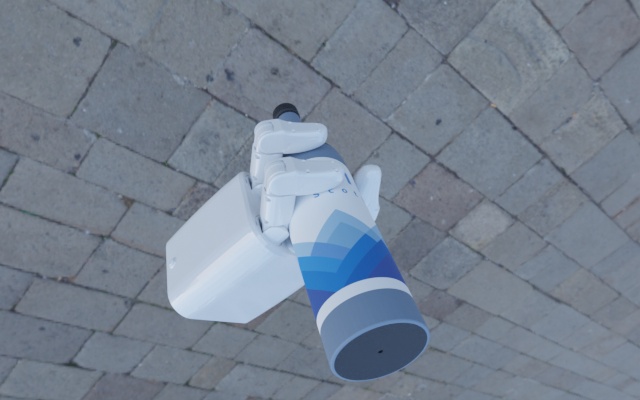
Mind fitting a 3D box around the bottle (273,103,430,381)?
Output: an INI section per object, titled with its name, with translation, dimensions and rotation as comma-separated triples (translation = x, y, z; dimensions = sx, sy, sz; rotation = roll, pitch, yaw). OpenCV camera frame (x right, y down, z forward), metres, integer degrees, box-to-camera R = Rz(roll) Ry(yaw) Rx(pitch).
[bottle]
translation = 0.000, 0.001, 0.405
dimensions = 0.069, 0.069, 0.295
rotation = 0, 40, -20
